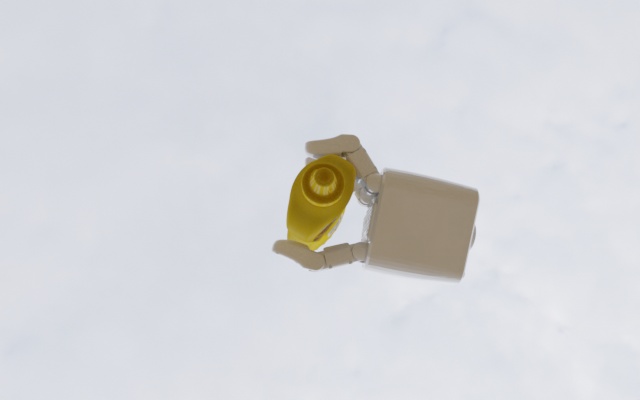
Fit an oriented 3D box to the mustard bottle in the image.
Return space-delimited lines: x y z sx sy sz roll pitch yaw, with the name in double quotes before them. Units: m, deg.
"mustard bottle" 0.000 0.002 0.517 0.058 0.096 0.192 34 -12 5
